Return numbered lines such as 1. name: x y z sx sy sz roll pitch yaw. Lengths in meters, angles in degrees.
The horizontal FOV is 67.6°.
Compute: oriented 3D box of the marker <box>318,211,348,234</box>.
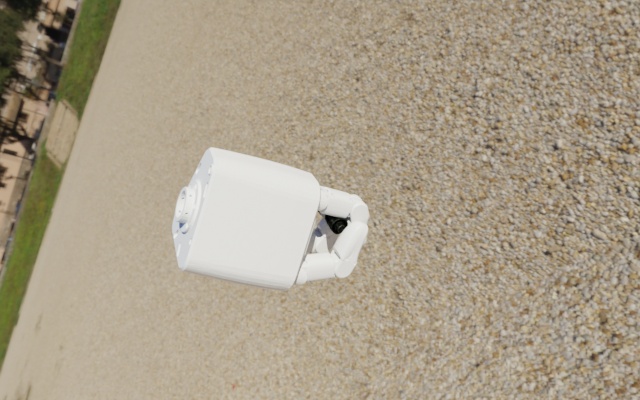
1. marker: 0.000 0.002 0.529 0.020 0.020 0.121 0 27 -23
